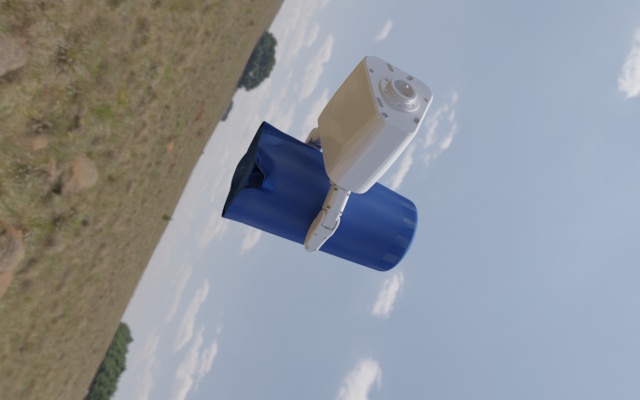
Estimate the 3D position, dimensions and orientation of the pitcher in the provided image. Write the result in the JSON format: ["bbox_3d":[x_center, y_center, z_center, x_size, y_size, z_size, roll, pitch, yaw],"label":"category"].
[{"bbox_3d":[0.000,0.002,0.643,0.243,0.149,0.145,24,-44,-15],"label":"pitcher"}]
